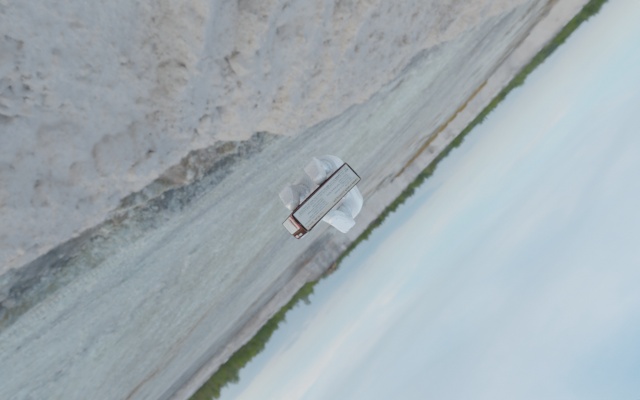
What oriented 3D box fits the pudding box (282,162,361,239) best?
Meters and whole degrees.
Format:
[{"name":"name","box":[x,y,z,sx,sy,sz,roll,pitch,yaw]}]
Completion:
[{"name":"pudding box","box":[0.000,0.002,0.692,0.039,0.113,0.090,44,-16,0]}]
